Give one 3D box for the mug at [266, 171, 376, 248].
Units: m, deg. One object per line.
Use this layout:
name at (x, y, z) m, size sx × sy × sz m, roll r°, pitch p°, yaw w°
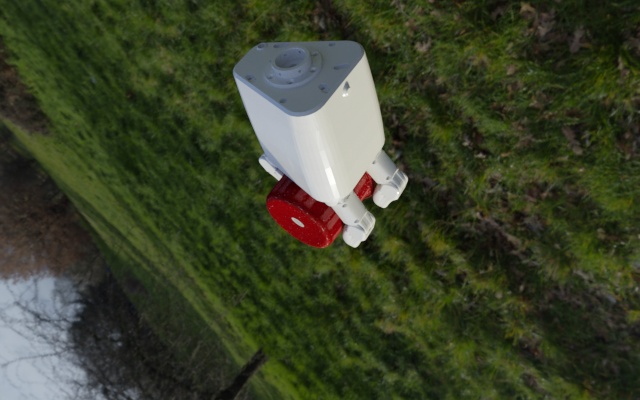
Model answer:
mug at (0.000, 0.003, 0.508) m, size 0.093 × 0.081 × 0.117 m, roll 22°, pitch -28°, yaw 30°
